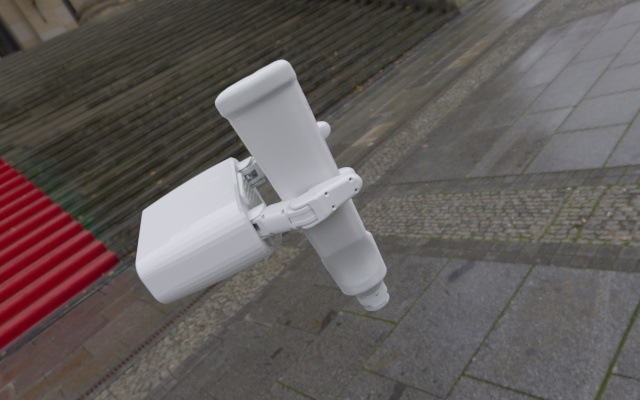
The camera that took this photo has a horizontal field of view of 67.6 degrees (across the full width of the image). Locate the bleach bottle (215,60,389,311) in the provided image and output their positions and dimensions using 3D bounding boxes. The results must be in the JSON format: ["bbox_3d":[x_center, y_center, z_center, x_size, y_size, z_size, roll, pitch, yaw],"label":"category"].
[{"bbox_3d":[0.000,0.001,0.435,0.068,0.251,0.102,-28,19,3],"label":"bleach bottle"}]
